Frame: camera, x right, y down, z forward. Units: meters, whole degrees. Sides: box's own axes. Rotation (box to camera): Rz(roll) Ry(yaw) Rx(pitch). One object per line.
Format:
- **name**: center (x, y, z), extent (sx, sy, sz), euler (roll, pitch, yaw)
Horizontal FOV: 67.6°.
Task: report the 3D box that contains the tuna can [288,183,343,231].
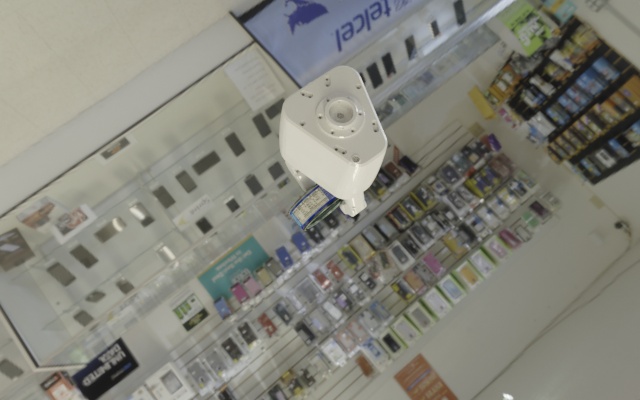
- **tuna can**: center (0.000, 0.003, 0.643), extent (0.086, 0.033, 0.086), euler (-39, -7, -6)
